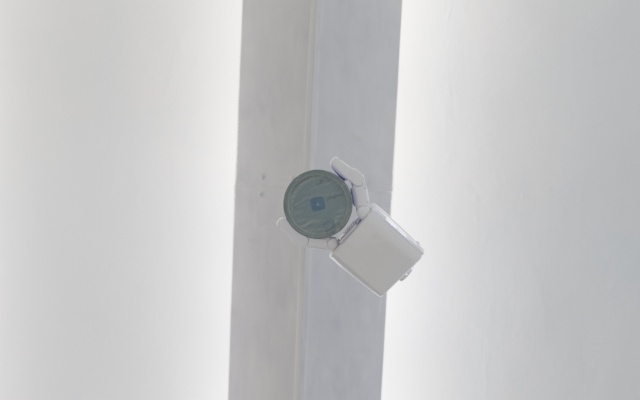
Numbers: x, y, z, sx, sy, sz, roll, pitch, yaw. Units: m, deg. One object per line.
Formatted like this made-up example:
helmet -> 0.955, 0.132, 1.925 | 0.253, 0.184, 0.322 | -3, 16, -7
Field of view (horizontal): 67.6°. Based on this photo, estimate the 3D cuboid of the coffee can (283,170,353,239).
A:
coffee can -> 0.000, 0.002, 0.770 | 0.103, 0.103, 0.140 | 0, 3, 3
